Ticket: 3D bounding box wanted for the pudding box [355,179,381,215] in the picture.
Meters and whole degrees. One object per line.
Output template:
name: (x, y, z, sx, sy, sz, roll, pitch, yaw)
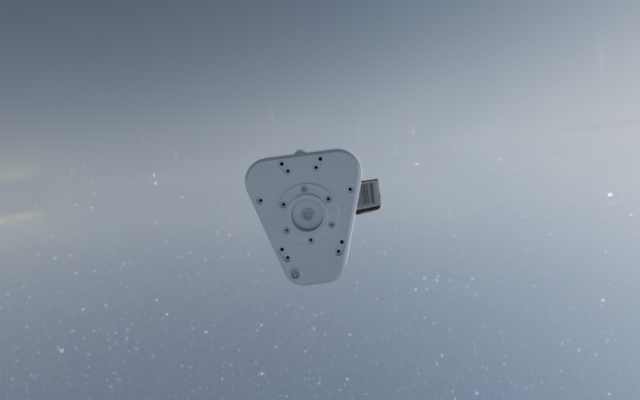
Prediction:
pudding box: (0.000, 0.002, 0.558, 0.113, 0.039, 0.090, -8, 2, -27)
